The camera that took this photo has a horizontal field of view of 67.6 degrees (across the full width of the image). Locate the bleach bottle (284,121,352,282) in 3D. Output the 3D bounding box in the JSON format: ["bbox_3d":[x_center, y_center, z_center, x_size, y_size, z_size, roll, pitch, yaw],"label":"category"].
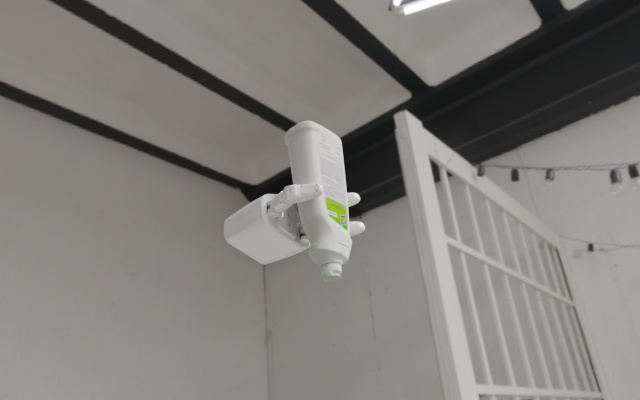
[{"bbox_3d":[0.000,0.002,0.757,0.068,0.250,0.102,-27,-34,35],"label":"bleach bottle"}]
